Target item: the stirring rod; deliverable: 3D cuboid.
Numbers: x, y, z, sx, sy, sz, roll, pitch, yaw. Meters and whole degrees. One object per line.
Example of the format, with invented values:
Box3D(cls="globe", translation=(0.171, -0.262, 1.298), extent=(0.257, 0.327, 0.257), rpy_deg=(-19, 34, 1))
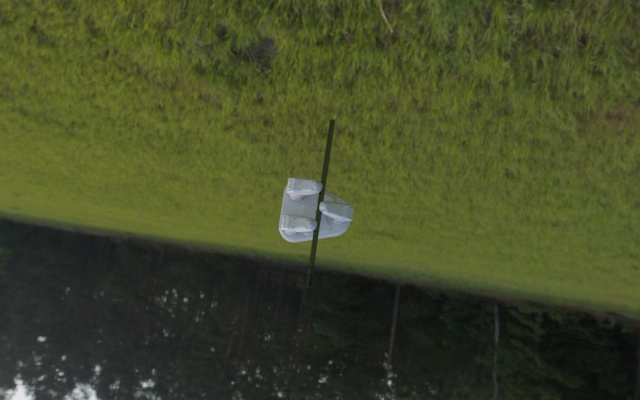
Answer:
Box3D(cls="stirring rod", translation=(0.000, 0.002, 0.673), extent=(0.011, 0.239, 0.011), rpy_deg=(8, -8, 1))
